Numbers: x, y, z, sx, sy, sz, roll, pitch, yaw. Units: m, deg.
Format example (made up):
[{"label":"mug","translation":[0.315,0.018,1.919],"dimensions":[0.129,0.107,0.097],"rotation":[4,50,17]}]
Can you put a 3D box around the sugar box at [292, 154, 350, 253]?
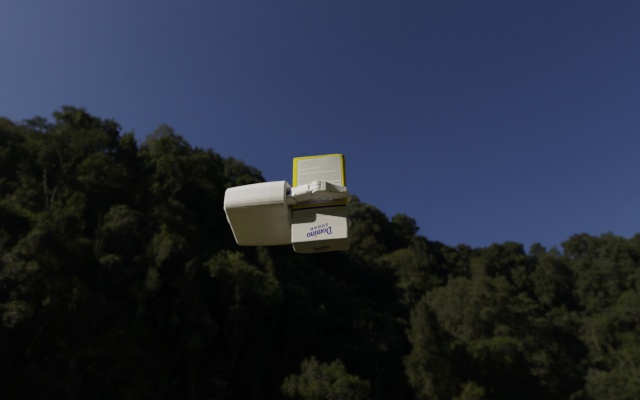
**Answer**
[{"label":"sugar box","translation":[0.000,0.003,0.816],"dimensions":[0.093,0.176,0.048],"rotation":[-5,-33,7]}]
